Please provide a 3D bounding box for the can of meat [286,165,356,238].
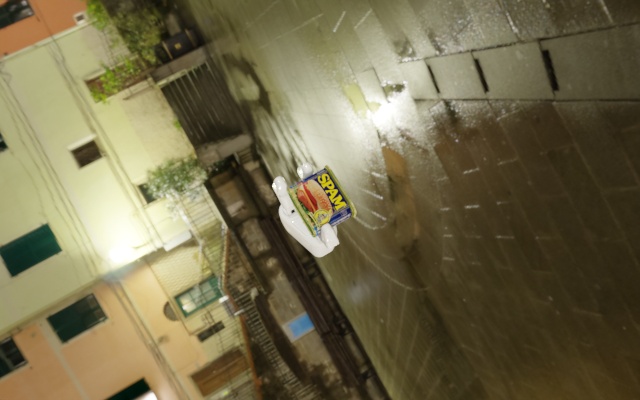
[{"bbox_3d":[0.000,0.003,0.833,0.084,0.102,0.057,-29,-14,-9],"label":"can of meat"}]
